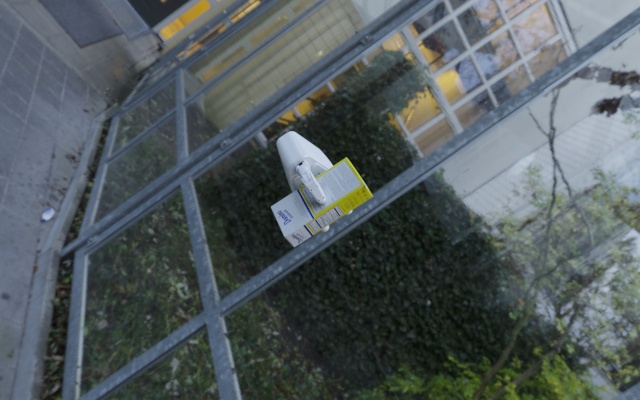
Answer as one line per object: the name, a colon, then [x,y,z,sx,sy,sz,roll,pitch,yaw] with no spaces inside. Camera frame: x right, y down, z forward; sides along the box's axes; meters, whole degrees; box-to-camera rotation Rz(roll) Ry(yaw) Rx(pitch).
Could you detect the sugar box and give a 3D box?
sugar box: [0.000,0.003,0.897,0.176,0.093,0.048,-34,-46,5]
